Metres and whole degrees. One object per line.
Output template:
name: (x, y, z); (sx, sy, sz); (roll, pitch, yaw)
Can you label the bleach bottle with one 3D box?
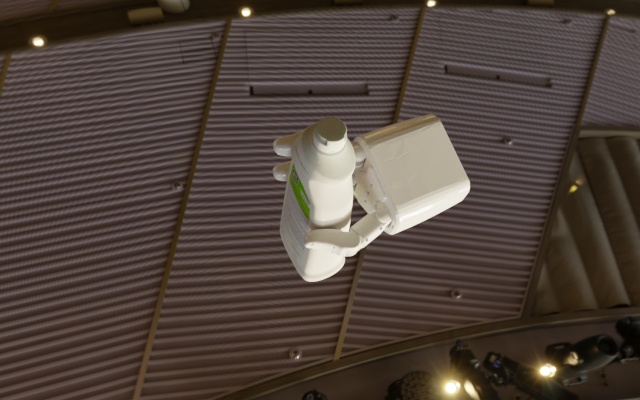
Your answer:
bleach bottle: (0.000, 0.002, 0.542); (0.068, 0.102, 0.251); (-23, -23, -19)
